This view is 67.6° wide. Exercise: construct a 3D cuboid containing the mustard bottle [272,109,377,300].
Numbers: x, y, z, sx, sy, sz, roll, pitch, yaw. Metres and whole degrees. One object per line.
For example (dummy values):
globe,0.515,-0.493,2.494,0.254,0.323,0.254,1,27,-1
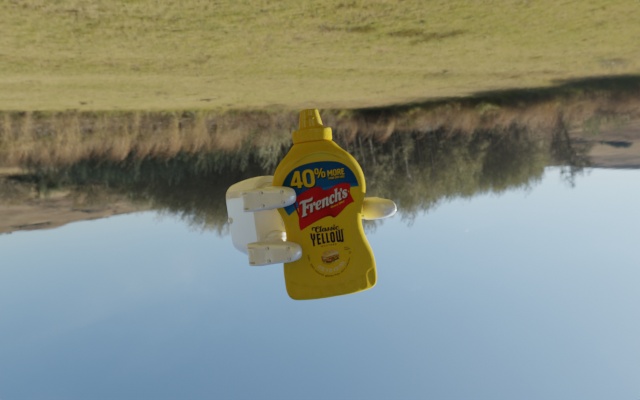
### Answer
mustard bottle,0.000,0.002,0.497,0.096,0.191,0.058,-8,4,-5
